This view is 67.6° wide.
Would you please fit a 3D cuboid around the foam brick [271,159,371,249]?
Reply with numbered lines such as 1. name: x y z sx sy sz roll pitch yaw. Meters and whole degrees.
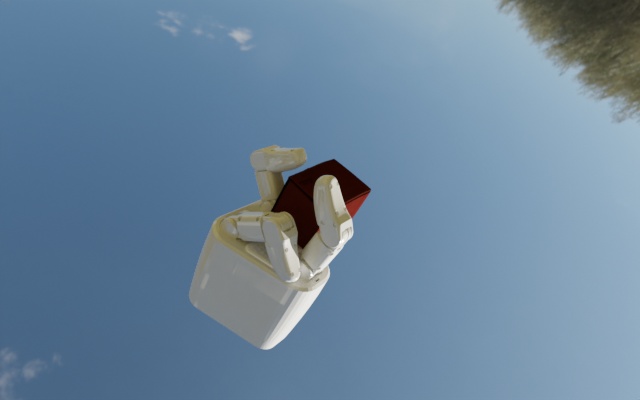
1. foam brick: 0.000 0.001 0.462 0.053 0.051 0.078 43 37 17
